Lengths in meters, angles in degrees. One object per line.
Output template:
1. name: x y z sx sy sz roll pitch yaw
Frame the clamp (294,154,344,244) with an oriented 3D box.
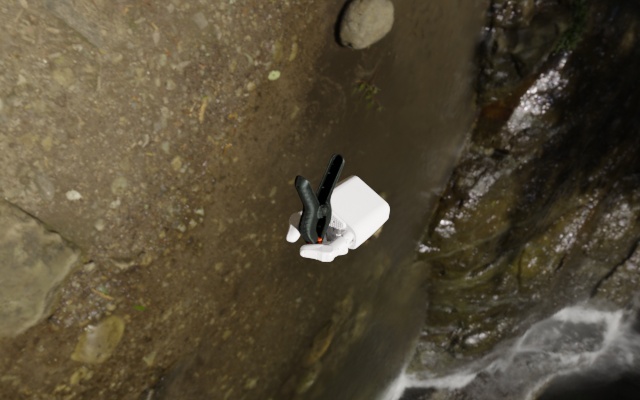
1. clamp: 0.001 0.003 0.824 0.039 0.172 0.120 32 49 30
